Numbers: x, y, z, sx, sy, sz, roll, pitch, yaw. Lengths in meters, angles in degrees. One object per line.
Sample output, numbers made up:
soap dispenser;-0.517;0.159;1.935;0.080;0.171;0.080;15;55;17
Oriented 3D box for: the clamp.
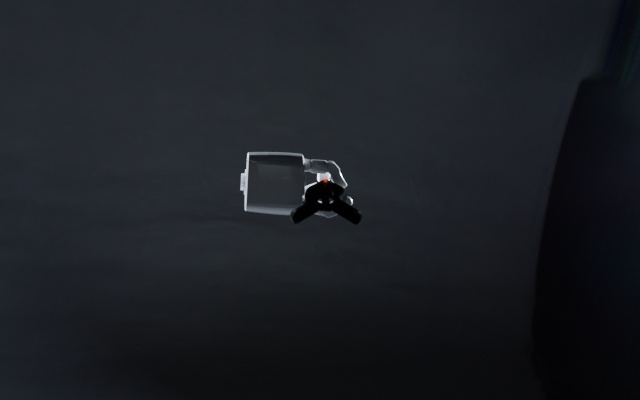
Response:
clamp;0.000;0.002;0.862;0.120;0.039;0.171;3;19;-10
